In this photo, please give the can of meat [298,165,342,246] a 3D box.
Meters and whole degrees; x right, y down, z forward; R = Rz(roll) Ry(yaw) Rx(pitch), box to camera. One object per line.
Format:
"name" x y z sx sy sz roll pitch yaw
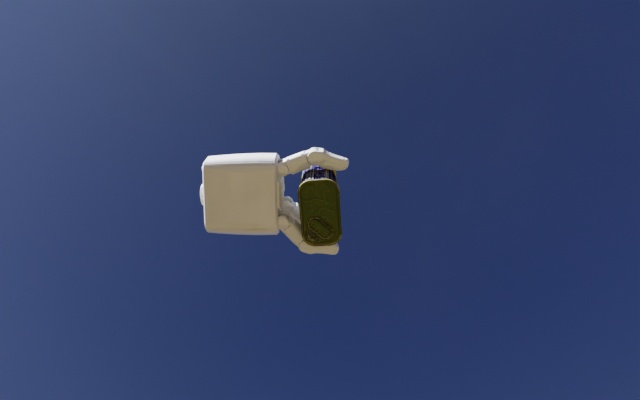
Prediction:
"can of meat" 0.000 0.002 0.697 0.057 0.102 0.084 -4 24 2
